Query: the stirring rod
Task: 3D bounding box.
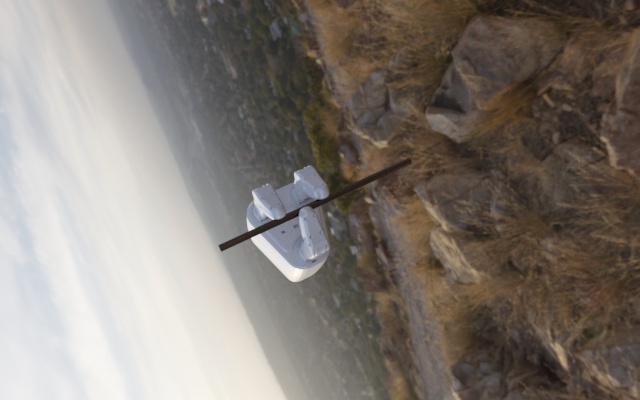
[{"bbox_3d":[0.000,0.002,0.531,0.239,0.011,0.011,-25,7,-15],"label":"stirring rod"}]
